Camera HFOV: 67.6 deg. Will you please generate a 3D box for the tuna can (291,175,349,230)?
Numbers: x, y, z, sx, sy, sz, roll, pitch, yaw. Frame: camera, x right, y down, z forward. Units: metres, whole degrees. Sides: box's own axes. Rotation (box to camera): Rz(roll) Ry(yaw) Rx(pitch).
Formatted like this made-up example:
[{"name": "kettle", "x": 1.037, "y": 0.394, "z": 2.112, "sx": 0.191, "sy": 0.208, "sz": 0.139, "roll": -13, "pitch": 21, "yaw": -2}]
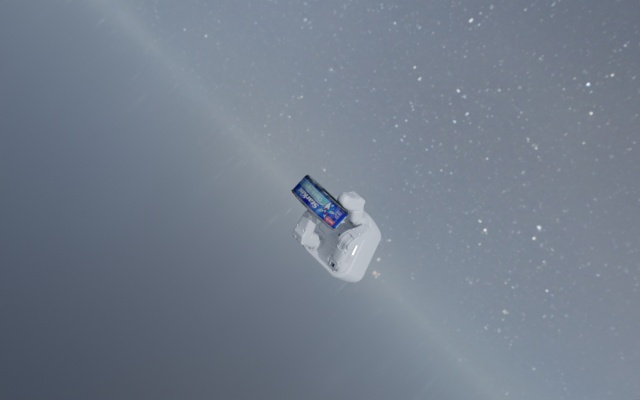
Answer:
[{"name": "tuna can", "x": 0.000, "y": 0.002, "z": 0.689, "sx": 0.086, "sy": 0.034, "sz": 0.086, "roll": 43, "pitch": 4, "yaw": -3}]
